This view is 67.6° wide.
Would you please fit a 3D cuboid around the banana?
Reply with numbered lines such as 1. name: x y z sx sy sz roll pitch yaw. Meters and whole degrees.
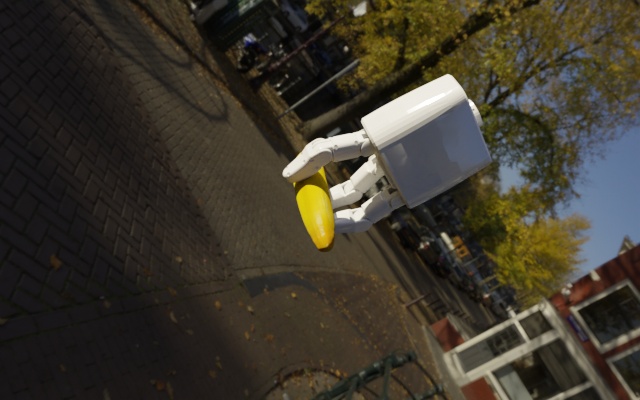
1. banana: -0.008 -0.015 0.558 0.037 0.070 0.197 -24 23 6
